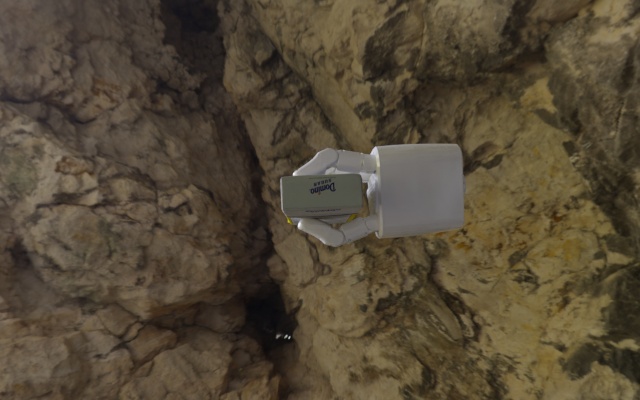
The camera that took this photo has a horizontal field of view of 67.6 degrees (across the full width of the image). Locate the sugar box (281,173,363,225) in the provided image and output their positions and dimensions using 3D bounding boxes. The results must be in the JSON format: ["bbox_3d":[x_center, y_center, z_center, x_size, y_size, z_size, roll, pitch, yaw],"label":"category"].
[{"bbox_3d":[0.000,0.001,0.613,0.093,0.048,0.176,-3,-10,-2],"label":"sugar box"}]
